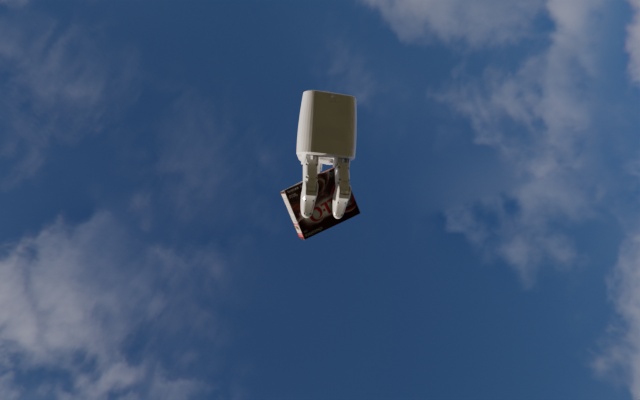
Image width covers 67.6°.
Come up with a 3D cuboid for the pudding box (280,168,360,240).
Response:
[{"bbox_3d":[0.000,0.003,0.808,0.113,0.090,0.039,-24,8,-15],"label":"pudding box"}]
